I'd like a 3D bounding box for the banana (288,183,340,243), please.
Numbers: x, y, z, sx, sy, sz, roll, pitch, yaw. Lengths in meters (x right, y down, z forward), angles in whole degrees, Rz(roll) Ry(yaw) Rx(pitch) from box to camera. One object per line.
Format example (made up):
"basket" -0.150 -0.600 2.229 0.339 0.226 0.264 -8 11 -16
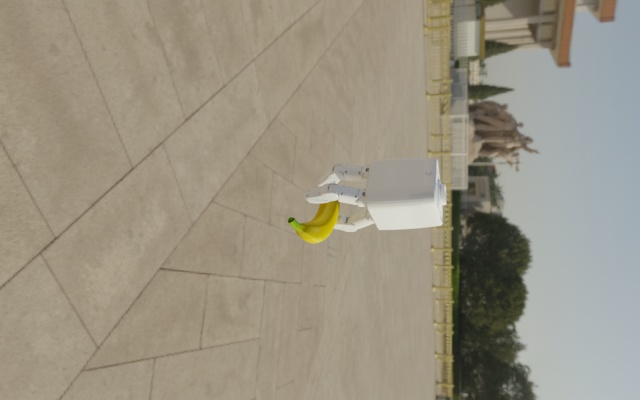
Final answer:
"banana" 0.003 0.021 0.799 0.037 0.070 0.197 -6 20 22
